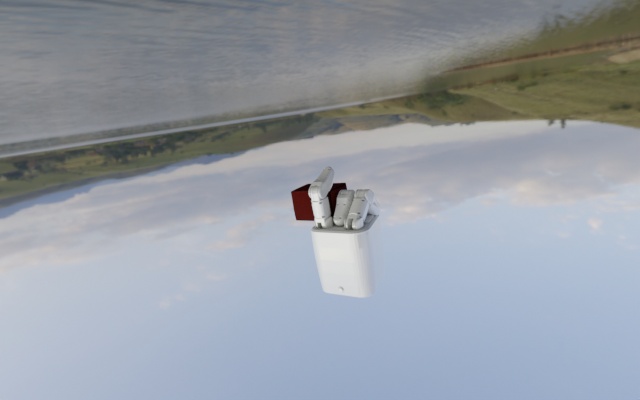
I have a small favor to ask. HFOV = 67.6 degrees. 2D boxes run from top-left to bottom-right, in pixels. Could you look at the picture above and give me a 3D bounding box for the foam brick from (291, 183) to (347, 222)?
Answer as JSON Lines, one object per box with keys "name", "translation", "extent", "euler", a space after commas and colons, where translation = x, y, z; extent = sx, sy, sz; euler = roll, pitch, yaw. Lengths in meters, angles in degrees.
{"name": "foam brick", "translation": [0.000, 0.002, 0.772], "extent": [0.078, 0.051, 0.053], "euler": [0, 16, 36]}
